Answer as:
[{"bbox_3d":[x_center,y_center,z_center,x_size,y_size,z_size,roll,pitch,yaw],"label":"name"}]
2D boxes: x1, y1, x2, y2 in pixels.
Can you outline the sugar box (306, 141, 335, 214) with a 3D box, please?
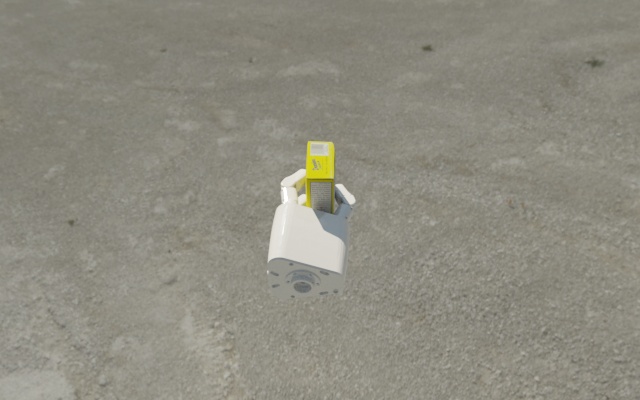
[{"bbox_3d":[0.000,0.003,0.764,0.048,0.176,0.093,2,42,0],"label":"sugar box"}]
